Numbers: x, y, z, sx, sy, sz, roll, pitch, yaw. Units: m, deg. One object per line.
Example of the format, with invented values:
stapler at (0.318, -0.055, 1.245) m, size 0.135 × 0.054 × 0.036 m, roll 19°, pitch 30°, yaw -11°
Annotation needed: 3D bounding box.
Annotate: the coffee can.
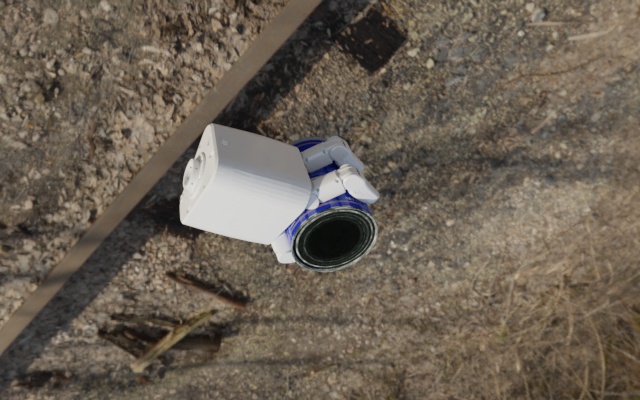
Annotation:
coffee can at (0.000, 0.002, 0.589) m, size 0.103 × 0.103 × 0.140 m, roll 0°, pitch 40°, yaw -18°
